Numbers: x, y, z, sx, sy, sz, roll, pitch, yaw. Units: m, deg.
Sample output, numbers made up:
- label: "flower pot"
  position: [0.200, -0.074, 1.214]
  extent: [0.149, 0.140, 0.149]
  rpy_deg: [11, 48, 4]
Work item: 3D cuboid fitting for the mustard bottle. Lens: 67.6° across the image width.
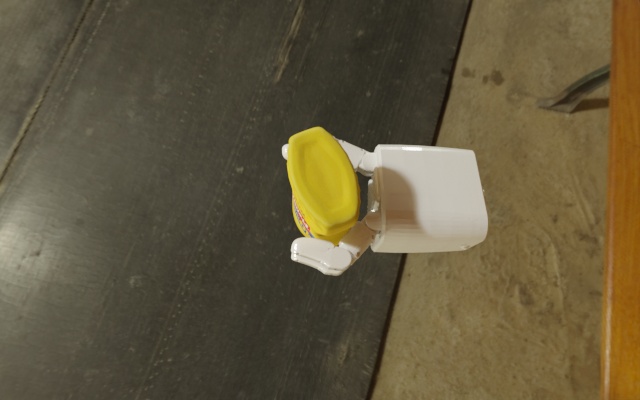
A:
- label: "mustard bottle"
  position: [0.000, 0.002, 0.509]
  extent: [0.058, 0.096, 0.192]
  rpy_deg: [-22, -13, -7]
